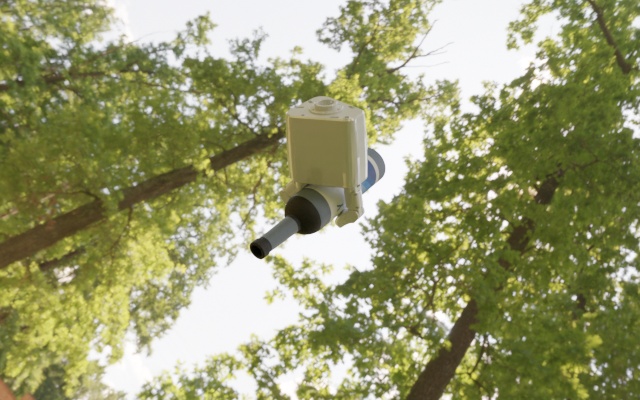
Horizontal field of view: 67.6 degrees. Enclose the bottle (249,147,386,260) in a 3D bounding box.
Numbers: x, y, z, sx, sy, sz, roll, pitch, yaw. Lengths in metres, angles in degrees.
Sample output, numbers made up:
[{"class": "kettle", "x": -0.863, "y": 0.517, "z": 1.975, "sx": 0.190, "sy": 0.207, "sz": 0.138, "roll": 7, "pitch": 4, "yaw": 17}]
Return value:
[{"class": "bottle", "x": 0.000, "y": 0.002, "z": 0.743, "sx": 0.069, "sy": 0.069, "sz": 0.295, "roll": 0, "pitch": 27, "yaw": 41}]
